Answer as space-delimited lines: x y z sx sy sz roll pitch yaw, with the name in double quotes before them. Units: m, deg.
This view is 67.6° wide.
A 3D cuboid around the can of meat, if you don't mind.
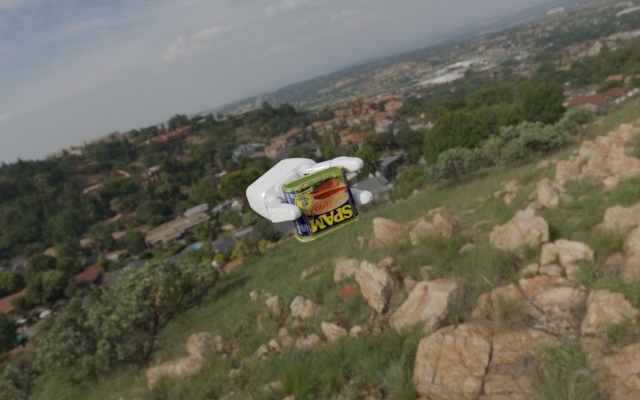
"can of meat" 0.000 0.002 0.717 0.102 0.084 0.057 -22 15 -16
